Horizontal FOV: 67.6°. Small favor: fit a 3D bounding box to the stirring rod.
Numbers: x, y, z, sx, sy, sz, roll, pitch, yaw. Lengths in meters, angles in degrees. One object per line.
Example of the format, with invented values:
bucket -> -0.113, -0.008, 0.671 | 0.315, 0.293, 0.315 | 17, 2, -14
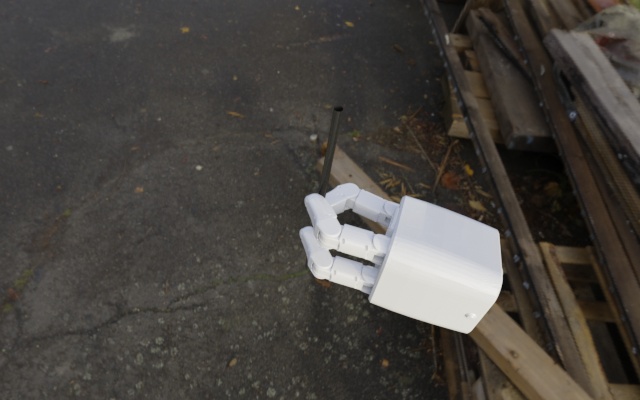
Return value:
stirring rod -> 0.000, 0.002, 0.488 | 0.011, 0.011, 0.240 | 0, -40, -9
